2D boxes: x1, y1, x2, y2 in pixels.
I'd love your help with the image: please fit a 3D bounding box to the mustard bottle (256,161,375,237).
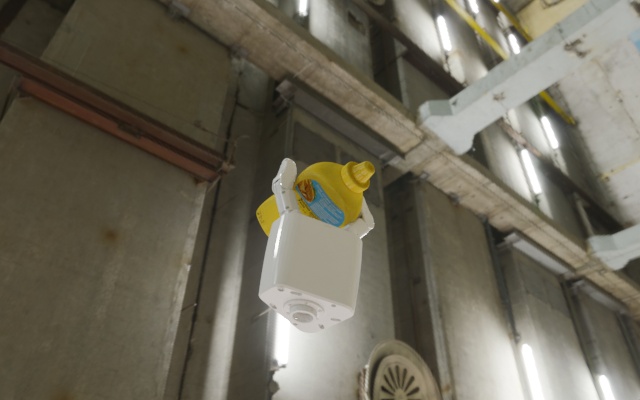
[{"bbox_3d":[0.000,0.002,0.654,0.192,0.096,0.058,-35,7,38],"label":"mustard bottle"}]
